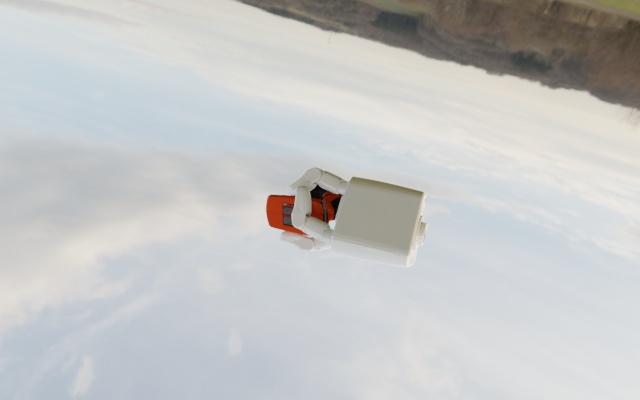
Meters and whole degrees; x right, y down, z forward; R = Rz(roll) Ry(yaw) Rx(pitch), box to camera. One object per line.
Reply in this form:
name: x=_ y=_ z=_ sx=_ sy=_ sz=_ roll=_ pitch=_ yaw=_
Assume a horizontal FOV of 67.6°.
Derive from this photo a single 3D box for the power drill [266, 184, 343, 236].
power drill: x=0.000 y=0.003 z=0.783 sx=0.184 sy=0.057 sz=0.187 roll=6 pitch=15 yaw=37
